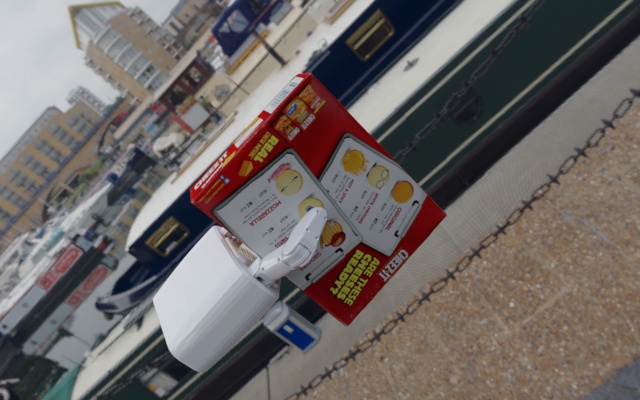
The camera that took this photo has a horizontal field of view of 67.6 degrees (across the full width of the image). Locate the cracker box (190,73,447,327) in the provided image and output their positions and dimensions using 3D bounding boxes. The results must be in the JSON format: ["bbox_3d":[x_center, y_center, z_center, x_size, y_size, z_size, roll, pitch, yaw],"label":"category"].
[{"bbox_3d":[0.000,0.002,0.499,0.214,0.164,0.072,42,0,-22],"label":"cracker box"}]
